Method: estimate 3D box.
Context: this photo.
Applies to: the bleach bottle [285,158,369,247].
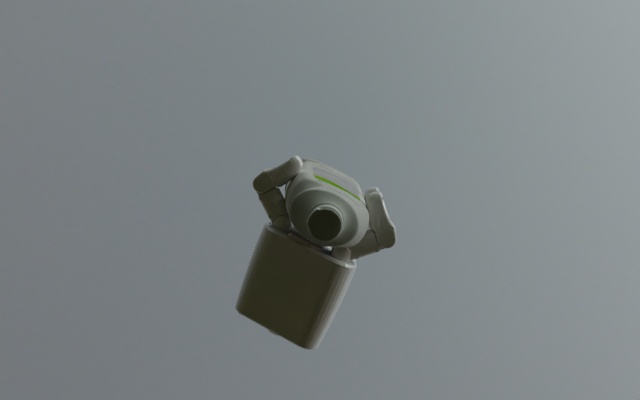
[{"bbox_3d":[0.000,0.002,0.526,0.102,0.068,0.251,23,7,-1],"label":"bleach bottle"}]
